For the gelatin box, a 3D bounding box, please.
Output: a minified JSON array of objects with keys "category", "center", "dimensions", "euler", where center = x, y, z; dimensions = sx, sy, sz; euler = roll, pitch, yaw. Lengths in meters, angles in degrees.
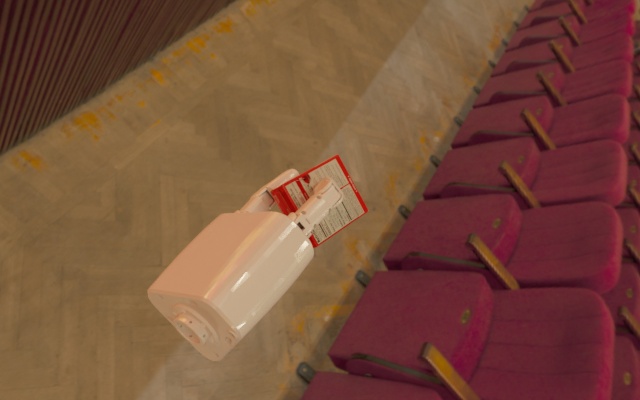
[{"category":"gelatin box","center":[0.001,0.001,0.514],"dimensions":[0.089,0.073,0.030],"euler":[-32,4,-36]}]
